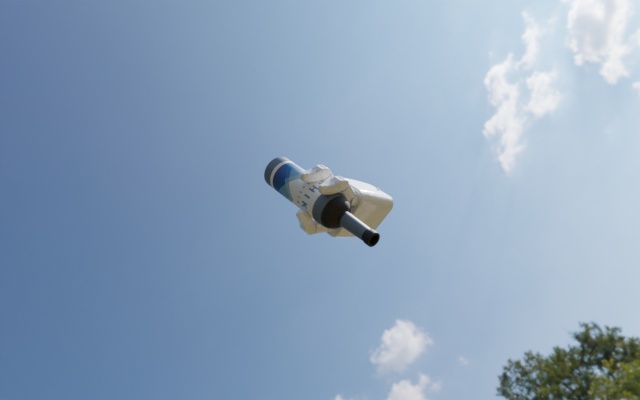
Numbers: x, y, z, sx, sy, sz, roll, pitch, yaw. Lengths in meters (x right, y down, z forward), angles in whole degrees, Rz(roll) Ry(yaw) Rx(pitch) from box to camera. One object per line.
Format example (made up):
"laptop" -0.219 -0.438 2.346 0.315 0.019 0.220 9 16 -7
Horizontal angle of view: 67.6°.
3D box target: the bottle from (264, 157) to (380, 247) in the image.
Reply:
"bottle" 0.000 0.003 0.890 0.069 0.069 0.295 0 25 -42
